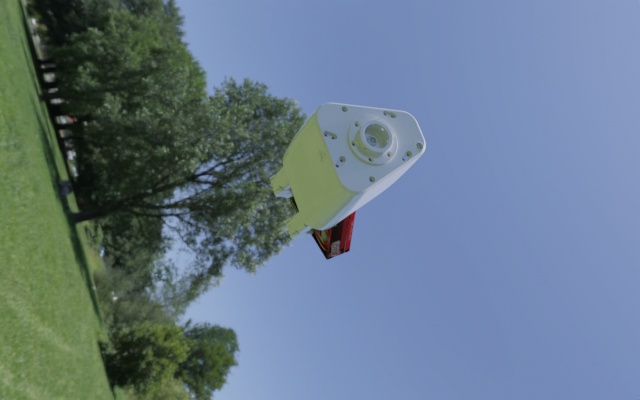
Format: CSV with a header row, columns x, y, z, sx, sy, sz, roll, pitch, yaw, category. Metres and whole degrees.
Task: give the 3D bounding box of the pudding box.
x,y,z,sx,sy,sz,roll,pitch,yaw,category
0.000,0.002,0.589,0.039,0.090,0.113,-16,49,-20,pudding box
